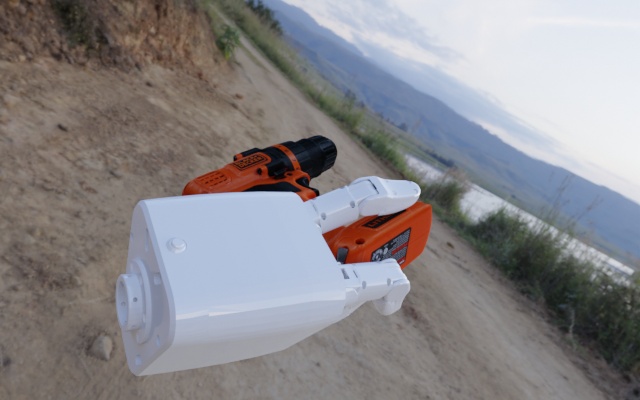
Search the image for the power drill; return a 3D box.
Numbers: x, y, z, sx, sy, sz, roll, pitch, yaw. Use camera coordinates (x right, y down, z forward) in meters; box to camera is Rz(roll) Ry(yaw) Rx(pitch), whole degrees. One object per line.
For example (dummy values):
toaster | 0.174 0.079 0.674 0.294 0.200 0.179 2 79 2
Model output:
power drill | 0.000 0.002 0.428 0.187 0.057 0.184 26 39 35
